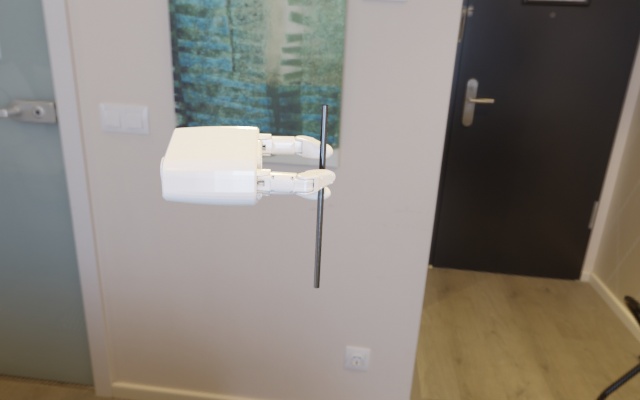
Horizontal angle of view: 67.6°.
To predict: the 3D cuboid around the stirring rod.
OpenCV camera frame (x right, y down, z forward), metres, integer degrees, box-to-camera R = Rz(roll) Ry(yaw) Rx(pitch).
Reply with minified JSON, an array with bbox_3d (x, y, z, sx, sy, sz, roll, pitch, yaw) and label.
[{"bbox_3d":[0.000,0.002,0.599,0.011,0.240,0.011,2,19,-1],"label":"stirring rod"}]
